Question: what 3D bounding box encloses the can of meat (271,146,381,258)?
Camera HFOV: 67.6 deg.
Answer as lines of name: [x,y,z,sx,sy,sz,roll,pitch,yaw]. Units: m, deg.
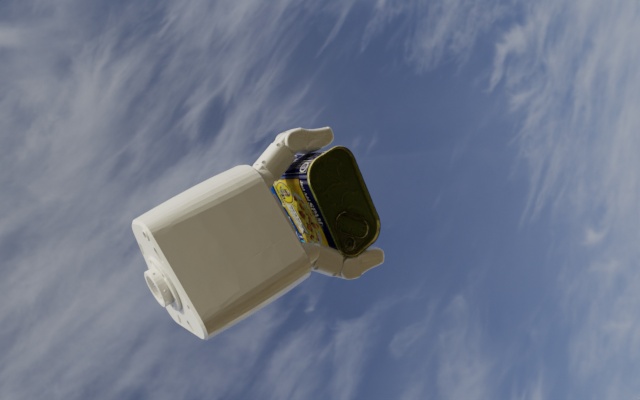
can of meat: [0.000,0.001,0.472,0.057,0.102,0.084,-35,20,-31]
